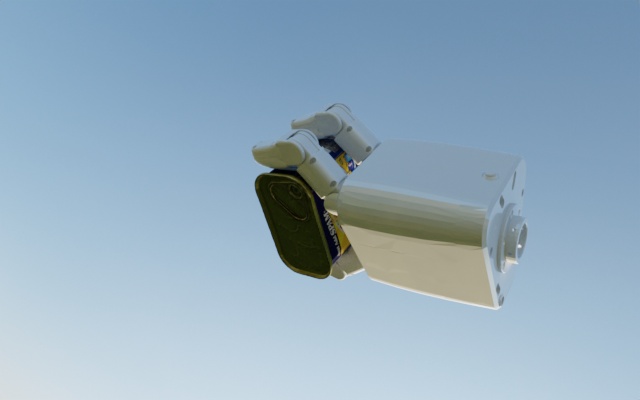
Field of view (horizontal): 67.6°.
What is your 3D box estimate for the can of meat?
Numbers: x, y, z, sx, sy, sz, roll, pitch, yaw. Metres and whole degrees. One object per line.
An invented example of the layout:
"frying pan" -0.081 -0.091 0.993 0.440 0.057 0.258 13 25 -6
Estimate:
"can of meat" 0.000 0.001 0.415 0.057 0.102 0.084 8 37 37
